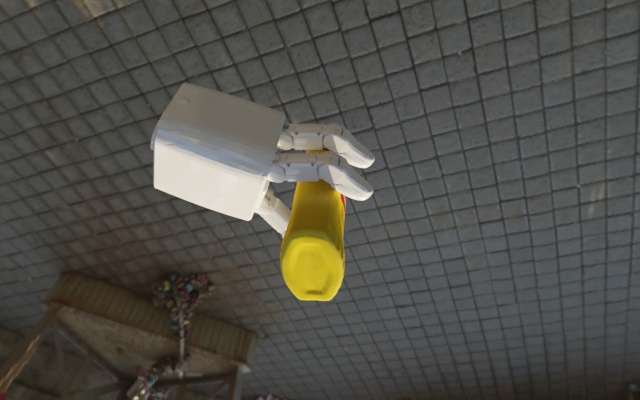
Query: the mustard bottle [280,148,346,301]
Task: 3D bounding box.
[{"bbox_3d":[0.000,0.002,0.495,0.058,0.096,0.191,0,40,7],"label":"mustard bottle"}]
